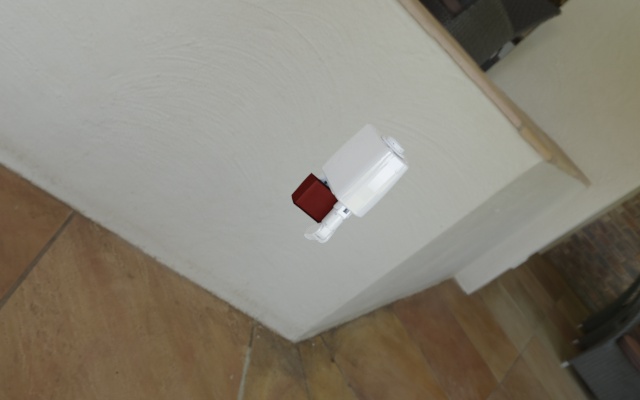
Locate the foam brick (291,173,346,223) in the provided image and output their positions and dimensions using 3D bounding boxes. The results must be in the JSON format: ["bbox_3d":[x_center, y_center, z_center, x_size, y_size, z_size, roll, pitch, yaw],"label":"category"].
[{"bbox_3d":[0.000,0.002,0.749,0.078,0.051,0.053,39,7,-18],"label":"foam brick"}]
